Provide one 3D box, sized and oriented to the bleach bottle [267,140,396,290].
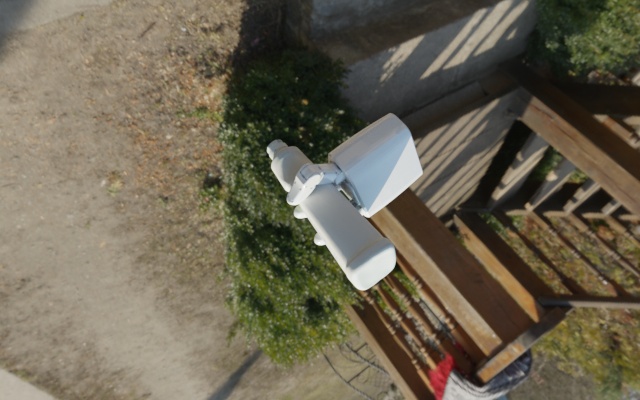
[{"bbox_3d":[0.000,0.002,0.655,0.068,0.250,0.103,-36,-27,-6],"label":"bleach bottle"}]
